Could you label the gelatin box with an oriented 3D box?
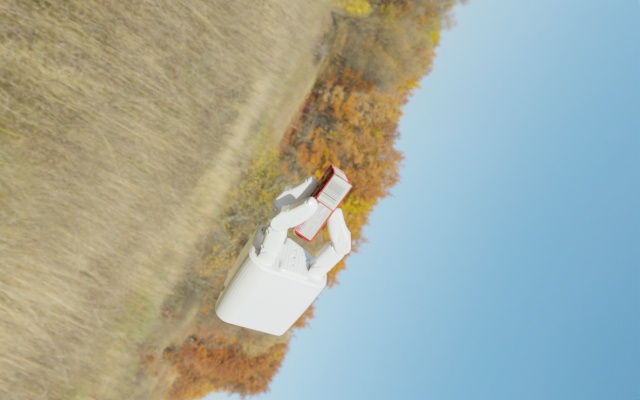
[{"bbox_3d":[0.001,0.002,0.598,0.030,0.089,0.073,35,10,-9],"label":"gelatin box"}]
